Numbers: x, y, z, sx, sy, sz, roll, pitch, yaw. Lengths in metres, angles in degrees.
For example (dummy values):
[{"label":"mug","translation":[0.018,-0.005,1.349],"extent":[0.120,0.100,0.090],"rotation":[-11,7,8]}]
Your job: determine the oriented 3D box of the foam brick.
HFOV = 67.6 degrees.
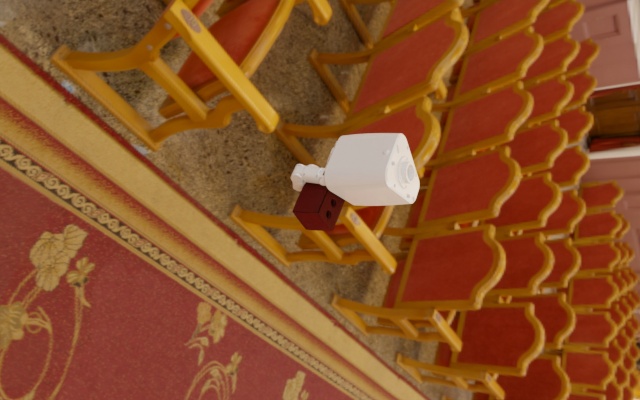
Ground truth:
[{"label":"foam brick","translation":[0.000,0.003,0.760],"extent":[0.051,0.078,0.053],"rotation":[3,-33,33]}]
